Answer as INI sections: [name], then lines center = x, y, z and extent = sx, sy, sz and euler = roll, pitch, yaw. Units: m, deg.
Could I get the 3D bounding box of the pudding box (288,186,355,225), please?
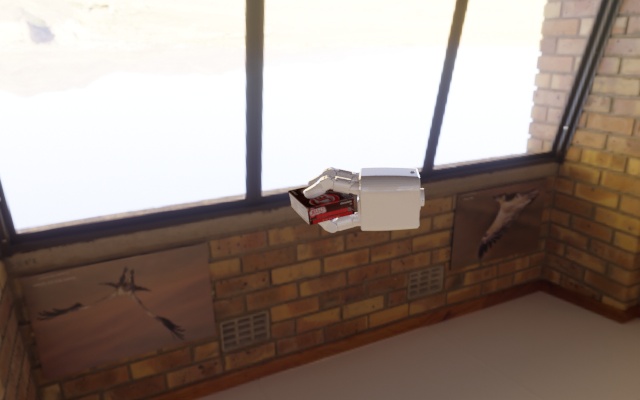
[pudding box]
center = 0.000, 0.003, 0.881
extent = 0.090, 0.039, 0.113
euler = -12, 19, -19
